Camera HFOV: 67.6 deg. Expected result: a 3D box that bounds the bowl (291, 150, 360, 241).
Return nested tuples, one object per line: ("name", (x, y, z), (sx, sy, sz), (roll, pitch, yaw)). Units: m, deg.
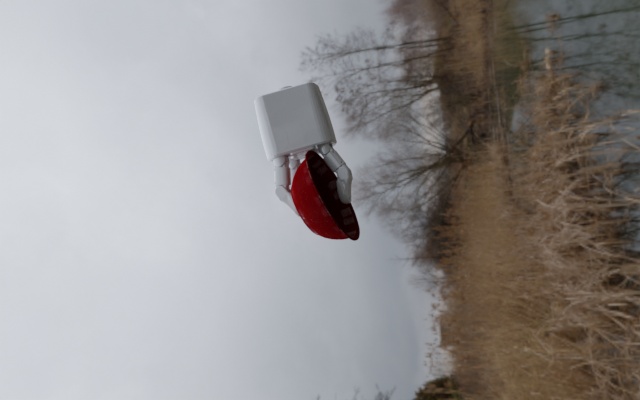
("bowl", (0.000, 0.004, 0.762), (0.055, 0.162, 0.162), (-29, -9, 16))
